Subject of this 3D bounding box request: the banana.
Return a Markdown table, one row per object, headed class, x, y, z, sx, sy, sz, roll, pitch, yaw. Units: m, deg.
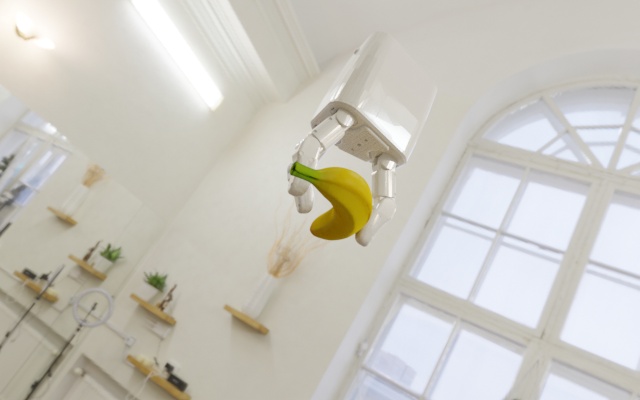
| class | x | y | z | sx | sy | sz | roll | pitch | yaw |
| --- | --- | --- | --- | --- | --- | --- | --- | --- | --- |
| banana | 0.017 | 0.007 | 0.473 | 0.069 | 0.037 | 0.198 | 20 | -18 | 11 |
